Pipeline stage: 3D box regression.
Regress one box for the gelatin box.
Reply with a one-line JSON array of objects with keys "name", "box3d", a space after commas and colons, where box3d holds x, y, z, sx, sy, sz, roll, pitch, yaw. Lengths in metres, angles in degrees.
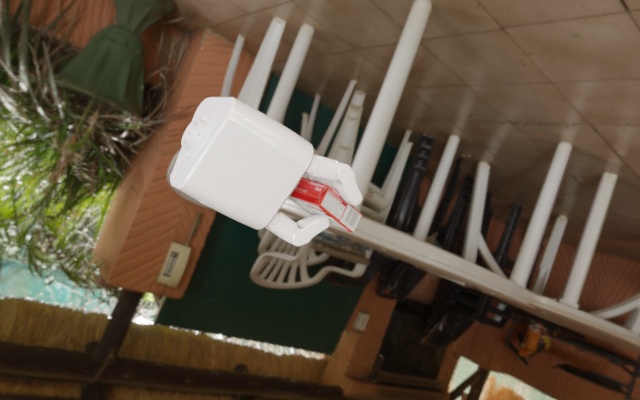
[{"name": "gelatin box", "box3d": [0.000, 0.003, 0.600, 0.073, 0.030, 0.089, 20, -13, 41]}]
